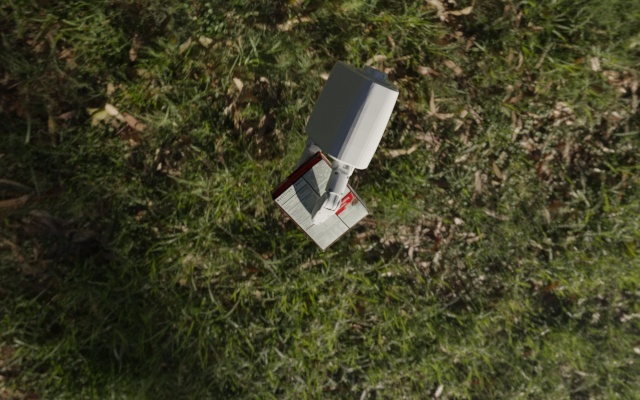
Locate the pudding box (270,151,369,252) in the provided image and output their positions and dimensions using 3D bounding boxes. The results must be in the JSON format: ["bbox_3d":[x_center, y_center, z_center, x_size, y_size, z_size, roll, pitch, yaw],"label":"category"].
[{"bbox_3d":[0.000,0.002,0.660,0.090,0.113,0.039,-39,22,7],"label":"pudding box"}]
